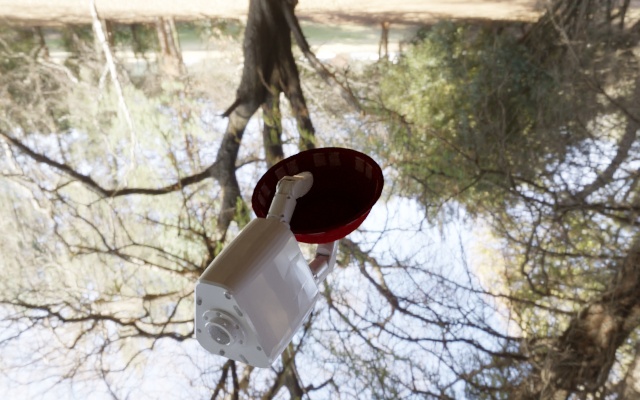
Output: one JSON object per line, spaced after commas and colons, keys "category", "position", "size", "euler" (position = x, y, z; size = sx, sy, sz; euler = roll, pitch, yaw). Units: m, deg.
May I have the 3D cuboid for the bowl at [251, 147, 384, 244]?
{"category": "bowl", "position": [0.001, 0.001, 0.589], "size": [0.162, 0.055, 0.162], "euler": [-8, 41, 7]}
